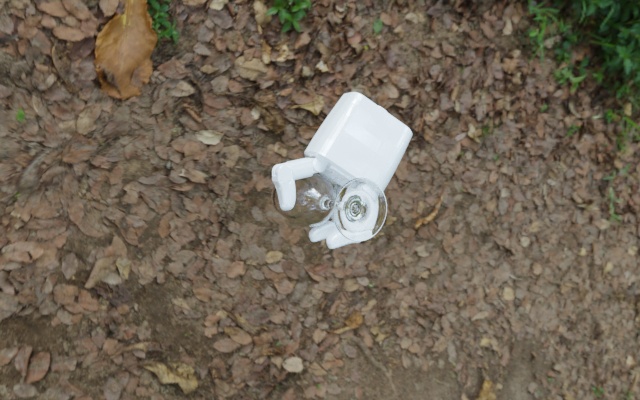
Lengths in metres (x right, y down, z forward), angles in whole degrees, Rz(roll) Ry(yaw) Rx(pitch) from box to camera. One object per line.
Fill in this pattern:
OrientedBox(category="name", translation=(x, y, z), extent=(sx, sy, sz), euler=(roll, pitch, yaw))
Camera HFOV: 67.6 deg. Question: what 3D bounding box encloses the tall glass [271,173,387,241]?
OrientedBox(category="tall glass", translation=(0.000, 0.002, 0.638), extent=(0.079, 0.079, 0.201), euler=(0, 5, -29))
